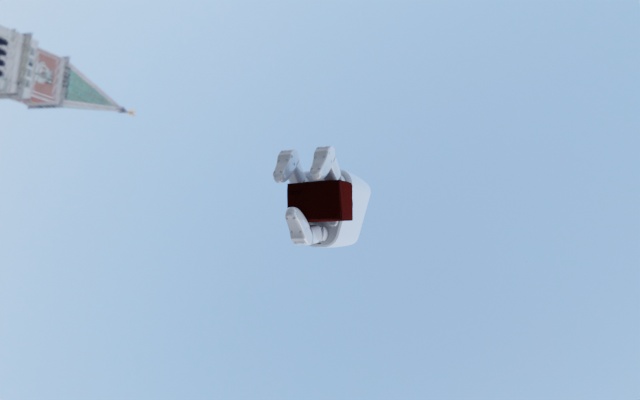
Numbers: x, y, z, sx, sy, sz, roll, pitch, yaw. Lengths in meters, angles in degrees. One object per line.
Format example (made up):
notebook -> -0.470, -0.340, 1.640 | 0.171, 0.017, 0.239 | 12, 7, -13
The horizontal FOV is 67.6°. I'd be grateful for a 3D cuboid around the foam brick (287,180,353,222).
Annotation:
foam brick -> 0.000, 0.002, 0.638 | 0.078, 0.053, 0.051 | -2, -5, 23
